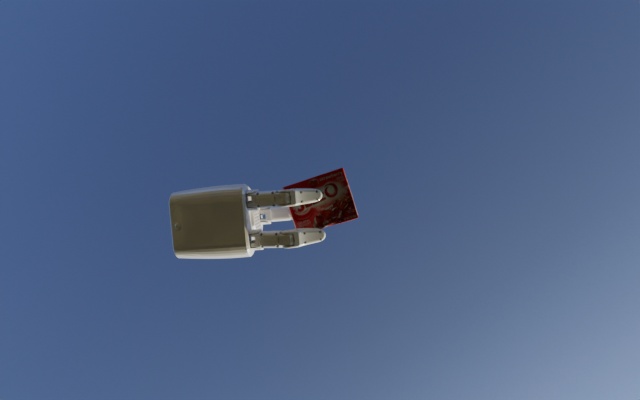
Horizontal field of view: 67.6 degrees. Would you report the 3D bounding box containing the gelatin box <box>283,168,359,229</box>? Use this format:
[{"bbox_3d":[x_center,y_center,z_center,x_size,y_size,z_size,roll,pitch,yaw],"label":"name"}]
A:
[{"bbox_3d":[0.000,0.002,0.665,0.089,0.073,0.030,-18,2,1],"label":"gelatin box"}]
